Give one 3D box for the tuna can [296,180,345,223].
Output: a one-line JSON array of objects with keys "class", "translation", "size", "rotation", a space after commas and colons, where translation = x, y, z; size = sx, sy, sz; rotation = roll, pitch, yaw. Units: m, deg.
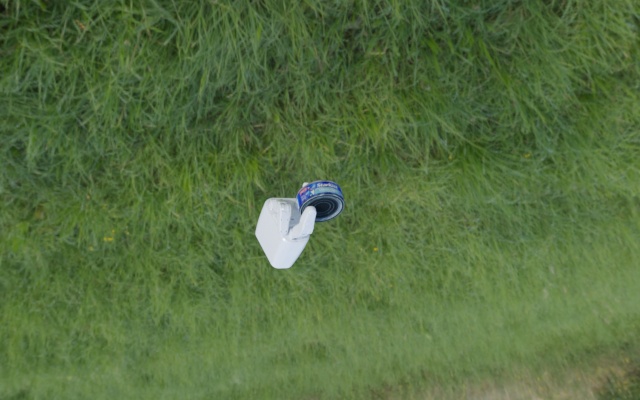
[{"class": "tuna can", "translation": [0.000, 0.003, 0.875], "size": [0.086, 0.033, 0.086], "rotation": [-9, -38, -7]}]
